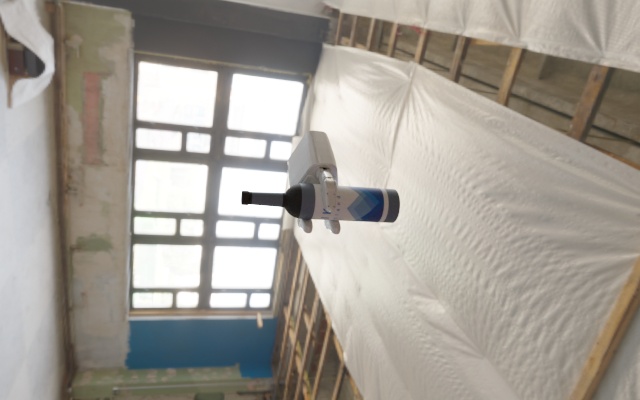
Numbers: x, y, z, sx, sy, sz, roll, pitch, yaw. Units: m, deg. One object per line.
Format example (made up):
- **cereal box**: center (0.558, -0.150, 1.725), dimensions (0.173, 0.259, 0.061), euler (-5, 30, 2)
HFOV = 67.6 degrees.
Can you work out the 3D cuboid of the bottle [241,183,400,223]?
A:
- **bottle**: center (0.000, 0.003, 0.893), dimensions (0.296, 0.069, 0.069), euler (3, -1, -15)
